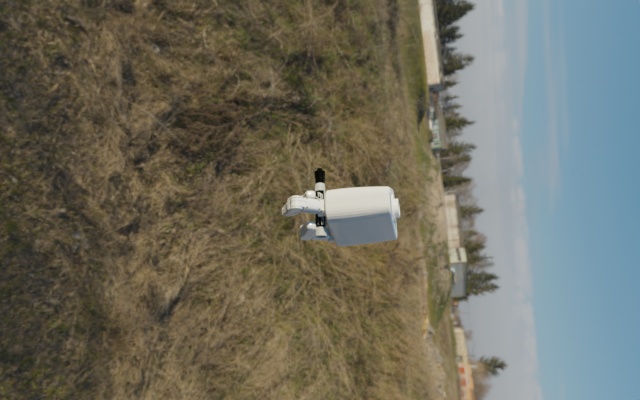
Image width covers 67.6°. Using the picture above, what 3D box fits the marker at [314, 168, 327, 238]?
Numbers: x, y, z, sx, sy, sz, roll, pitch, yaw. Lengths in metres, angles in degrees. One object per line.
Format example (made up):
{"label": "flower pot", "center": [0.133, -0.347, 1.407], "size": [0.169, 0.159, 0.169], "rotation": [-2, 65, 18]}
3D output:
{"label": "marker", "center": [0.000, 0.003, 0.806], "size": [0.020, 0.121, 0.020], "rotation": [-1, -18, 0]}
